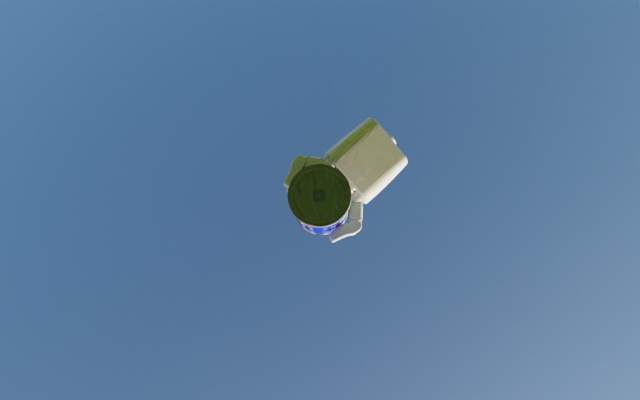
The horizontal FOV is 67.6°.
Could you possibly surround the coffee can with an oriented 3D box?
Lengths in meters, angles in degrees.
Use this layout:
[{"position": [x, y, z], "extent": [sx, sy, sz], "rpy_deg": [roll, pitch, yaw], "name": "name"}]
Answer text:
[{"position": [0.000, 0.003, 0.827], "extent": [0.103, 0.103, 0.140], "rpy_deg": [0, -9, 1], "name": "coffee can"}]
